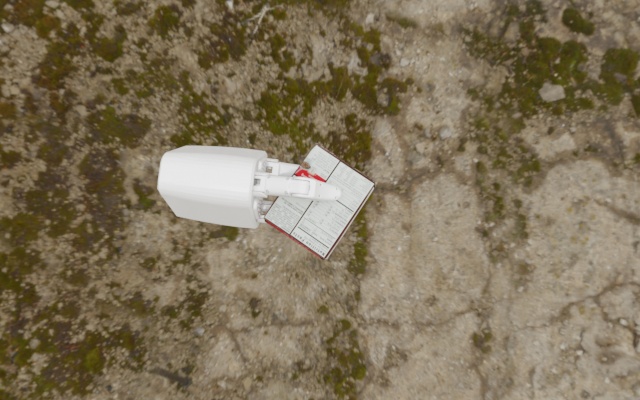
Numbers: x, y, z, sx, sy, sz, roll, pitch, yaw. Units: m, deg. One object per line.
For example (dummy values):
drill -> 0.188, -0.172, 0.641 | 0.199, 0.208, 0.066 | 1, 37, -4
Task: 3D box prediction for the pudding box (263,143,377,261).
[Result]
pudding box -> 0.000, 0.002, 0.570 | 0.090, 0.113, 0.039 | 34, -2, 4
